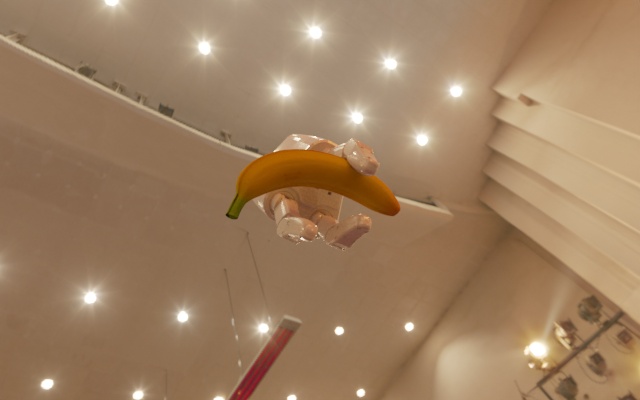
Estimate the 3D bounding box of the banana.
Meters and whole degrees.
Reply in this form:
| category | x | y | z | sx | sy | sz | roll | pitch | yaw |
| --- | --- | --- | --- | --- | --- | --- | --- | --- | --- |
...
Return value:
| category | x | y | z | sx | sy | sz | roll | pitch | yaw |
| --- | --- | --- | --- | --- | --- | --- | --- | --- | --- |
| banana | -0.003 | -0.017 | 0.488 | 0.198 | 0.069 | 0.037 | 0 | 0 | -27 |
